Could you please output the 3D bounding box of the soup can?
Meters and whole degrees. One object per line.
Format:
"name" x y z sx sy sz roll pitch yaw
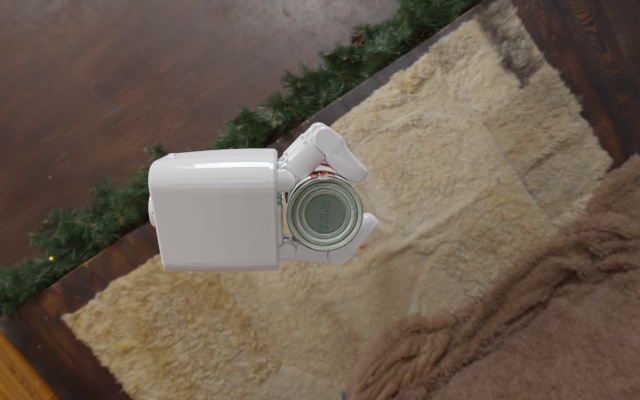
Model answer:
"soup can" 0.001 0.002 0.450 0.068 0.068 0.102 0 12 -4
